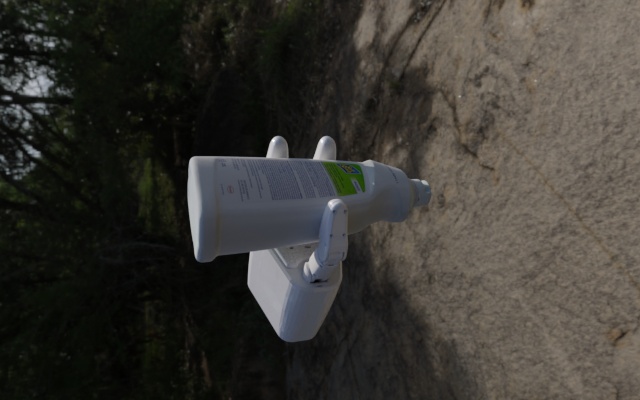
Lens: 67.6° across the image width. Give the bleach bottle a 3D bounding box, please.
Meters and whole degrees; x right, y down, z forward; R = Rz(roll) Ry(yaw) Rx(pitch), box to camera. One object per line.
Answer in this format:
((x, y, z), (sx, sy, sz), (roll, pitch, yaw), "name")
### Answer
((0.000, 0.001, 0.480), (0.251, 0.068, 0.102), (-2, 44, -20), "bleach bottle")
